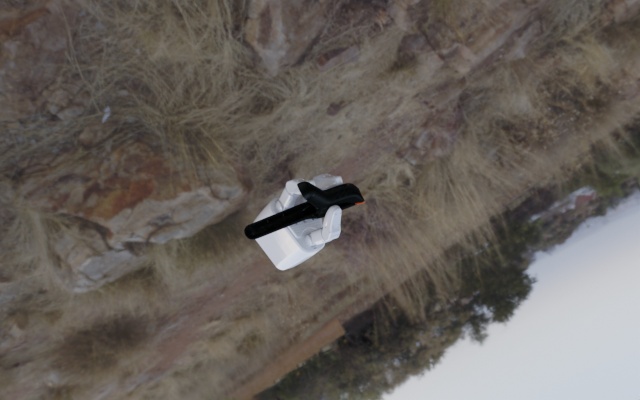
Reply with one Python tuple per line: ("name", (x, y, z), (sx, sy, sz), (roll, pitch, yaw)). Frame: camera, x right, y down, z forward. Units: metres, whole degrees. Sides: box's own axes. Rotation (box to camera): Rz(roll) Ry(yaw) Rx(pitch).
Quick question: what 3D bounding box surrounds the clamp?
("clamp", (0.001, 0.003, 0.753), (0.210, 0.036, 0.165), (-13, -16, -38))
